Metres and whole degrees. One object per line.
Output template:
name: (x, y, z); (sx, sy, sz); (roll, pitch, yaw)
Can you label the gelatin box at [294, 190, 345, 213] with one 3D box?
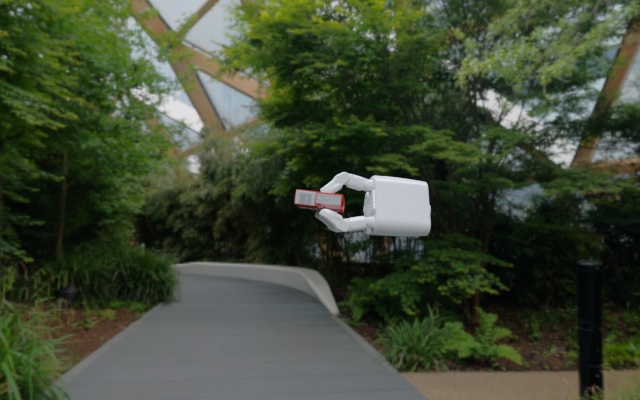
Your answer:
gelatin box: (0.000, 0.002, 0.888); (0.089, 0.030, 0.073); (7, -6, 5)
